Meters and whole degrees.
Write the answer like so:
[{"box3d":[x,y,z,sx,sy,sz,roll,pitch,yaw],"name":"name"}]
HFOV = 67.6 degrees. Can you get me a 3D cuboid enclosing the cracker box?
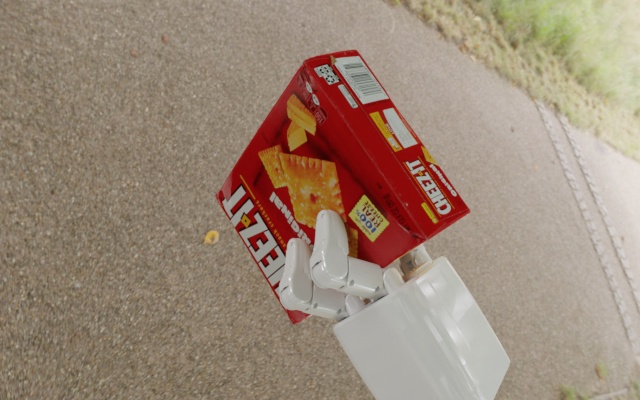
[{"box3d":[0.000,0.001,0.433,0.072,0.164,0.214,-23,-14,-41],"name":"cracker box"}]
